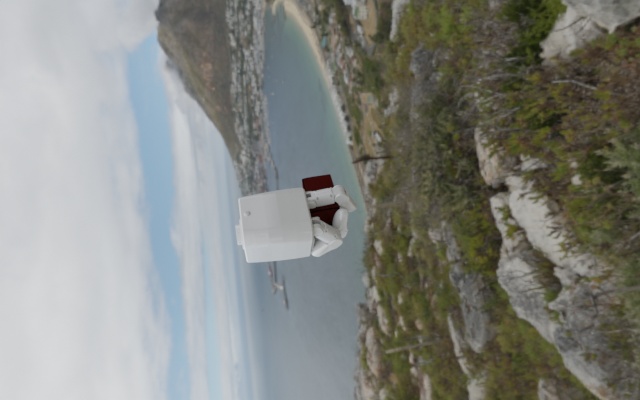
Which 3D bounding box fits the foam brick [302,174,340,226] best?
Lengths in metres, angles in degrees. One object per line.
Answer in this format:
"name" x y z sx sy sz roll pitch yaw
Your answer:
"foam brick" 0.000 0.002 0.807 0.051 0.078 0.053 -9 -41 -6
